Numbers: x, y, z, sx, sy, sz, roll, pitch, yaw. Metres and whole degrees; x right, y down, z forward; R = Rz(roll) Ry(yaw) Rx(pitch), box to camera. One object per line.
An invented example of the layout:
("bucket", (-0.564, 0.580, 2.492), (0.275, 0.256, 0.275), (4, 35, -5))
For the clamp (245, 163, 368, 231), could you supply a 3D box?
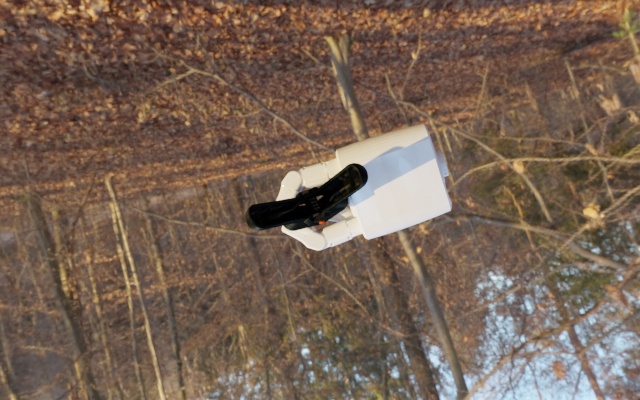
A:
("clamp", (0.000, 0.002, 0.507), (0.120, 0.039, 0.171), (-18, -5, 10))
